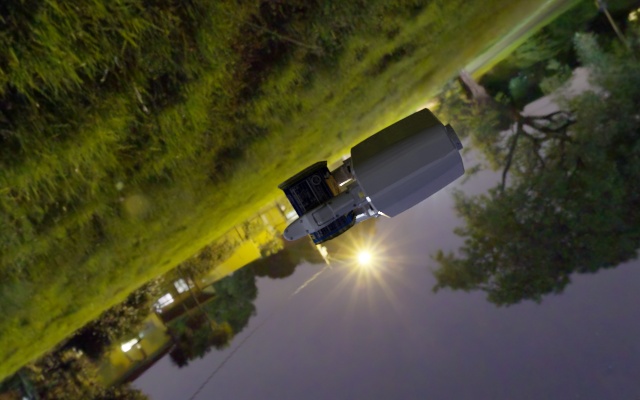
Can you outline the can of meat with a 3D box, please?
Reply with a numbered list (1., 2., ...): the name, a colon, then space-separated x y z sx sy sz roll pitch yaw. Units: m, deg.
1. can of meat: 0.000 0.002 0.577 0.057 0.084 0.102 -31 1 10
